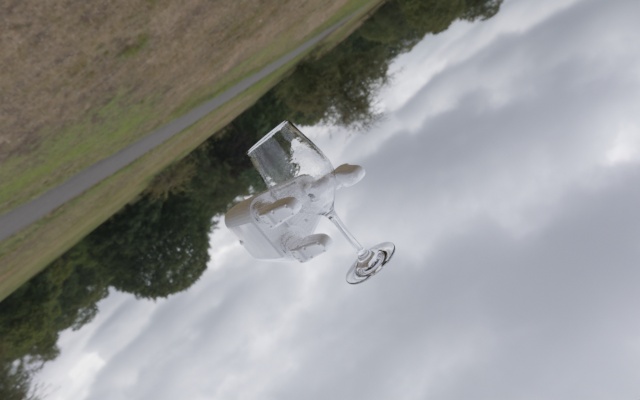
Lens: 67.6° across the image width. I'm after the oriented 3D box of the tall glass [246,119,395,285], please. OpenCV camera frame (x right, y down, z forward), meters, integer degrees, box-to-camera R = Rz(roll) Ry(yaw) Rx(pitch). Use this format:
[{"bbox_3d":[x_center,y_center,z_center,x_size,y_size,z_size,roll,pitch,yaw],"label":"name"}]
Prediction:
[{"bbox_3d":[0.001,0.002,0.564,0.079,0.201,0.079,-37,13,10],"label":"tall glass"}]
